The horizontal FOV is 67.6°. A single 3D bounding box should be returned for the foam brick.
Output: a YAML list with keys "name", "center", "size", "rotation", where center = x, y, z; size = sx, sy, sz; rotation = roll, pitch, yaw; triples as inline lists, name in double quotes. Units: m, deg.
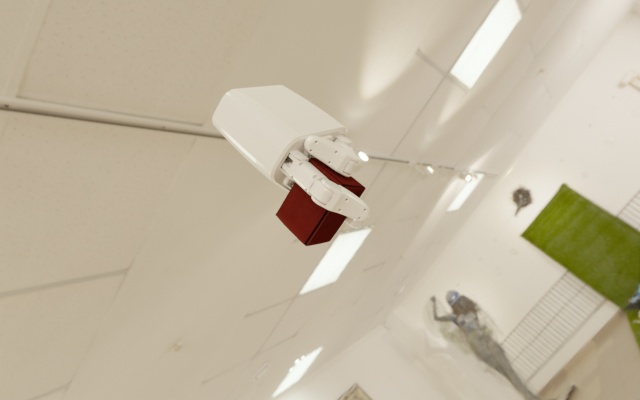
- name: "foam brick"
  center: [0.000, 0.002, 0.512]
  size: [0.051, 0.078, 0.053]
  rotation: [40, 18, 24]
